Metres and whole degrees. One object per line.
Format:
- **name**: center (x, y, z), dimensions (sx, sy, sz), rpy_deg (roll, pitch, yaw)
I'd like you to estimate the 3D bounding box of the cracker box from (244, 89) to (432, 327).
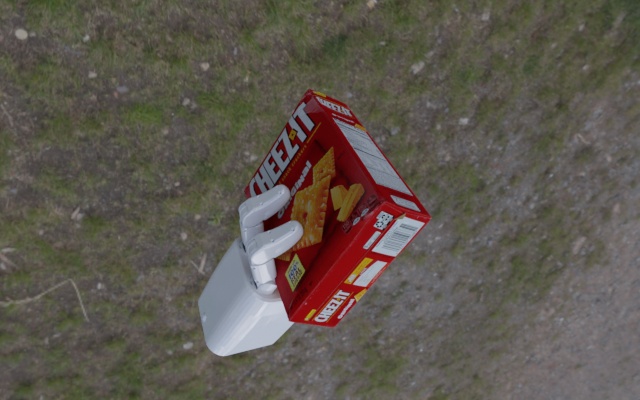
- **cracker box**: center (0.000, 0.002, 0.526), dimensions (0.072, 0.164, 0.213), rpy_deg (18, 30, -36)
